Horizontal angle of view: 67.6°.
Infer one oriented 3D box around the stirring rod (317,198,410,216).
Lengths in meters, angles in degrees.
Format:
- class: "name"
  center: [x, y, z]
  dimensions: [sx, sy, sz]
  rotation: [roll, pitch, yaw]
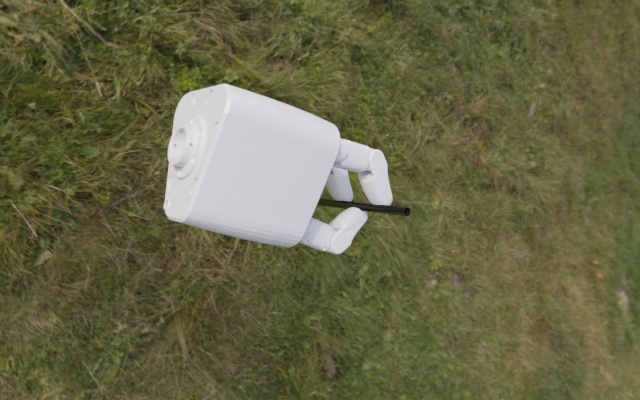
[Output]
- class: "stirring rod"
  center: [0.000, 0.002, 0.514]
  dimensions: [0.011, 0.011, 0.239]
  rotation: [0, 4, -40]
